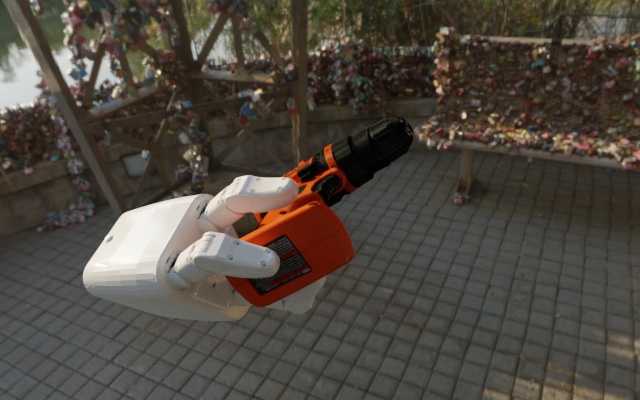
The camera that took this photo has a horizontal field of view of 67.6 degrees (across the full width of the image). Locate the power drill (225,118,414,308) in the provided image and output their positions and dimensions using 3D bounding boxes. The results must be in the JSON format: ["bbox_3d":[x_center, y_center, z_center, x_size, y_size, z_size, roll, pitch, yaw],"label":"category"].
[{"bbox_3d":[0.000,0.002,0.422,0.184,0.057,0.187,-32,13,21],"label":"power drill"}]
